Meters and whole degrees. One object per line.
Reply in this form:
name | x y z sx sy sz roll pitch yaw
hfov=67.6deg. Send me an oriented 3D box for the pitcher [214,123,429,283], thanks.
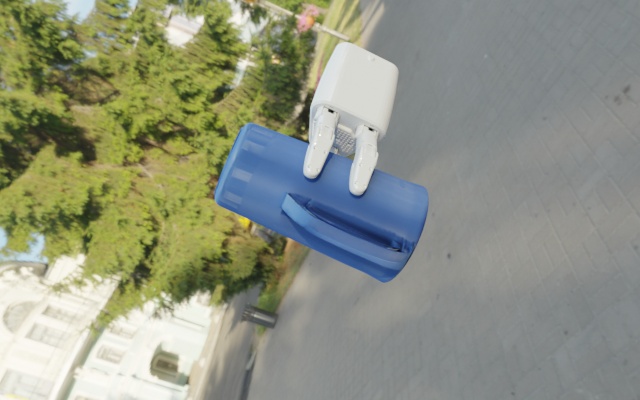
pitcher | 0.000 0.002 0.582 0.243 0.145 0.149 22 -26 -9
